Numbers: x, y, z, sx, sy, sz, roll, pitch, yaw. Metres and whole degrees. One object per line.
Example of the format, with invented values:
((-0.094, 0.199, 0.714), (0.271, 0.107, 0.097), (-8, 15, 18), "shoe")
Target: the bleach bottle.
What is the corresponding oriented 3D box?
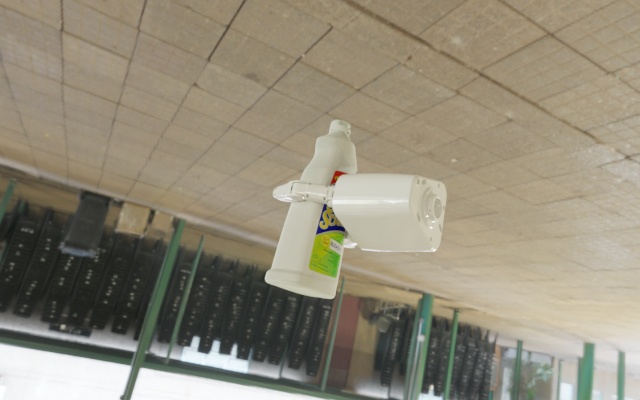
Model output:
((0.000, 0.002, 0.663), (0.068, 0.250, 0.103), (-1, -20, 37), "bleach bottle")
